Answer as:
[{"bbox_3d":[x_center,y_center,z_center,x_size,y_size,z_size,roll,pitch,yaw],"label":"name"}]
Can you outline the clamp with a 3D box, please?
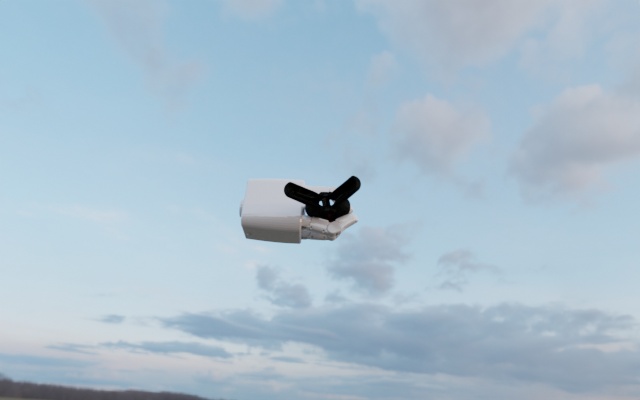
[{"bbox_3d":[0.000,0.002,0.808,0.120,0.039,0.171,3,-24,-1],"label":"clamp"}]
